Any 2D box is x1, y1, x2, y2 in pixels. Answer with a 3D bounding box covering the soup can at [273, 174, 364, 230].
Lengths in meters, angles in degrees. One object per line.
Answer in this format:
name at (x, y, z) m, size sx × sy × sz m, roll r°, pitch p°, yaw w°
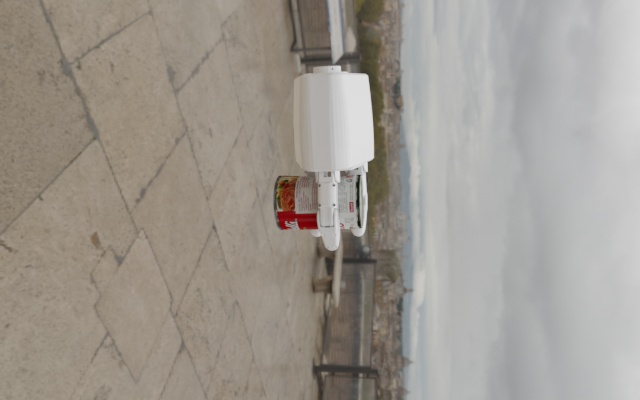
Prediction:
soup can at (0.000, 0.002, 0.585) m, size 0.102 × 0.068 × 0.068 m, roll -1°, pitch 0°, yaw 9°
